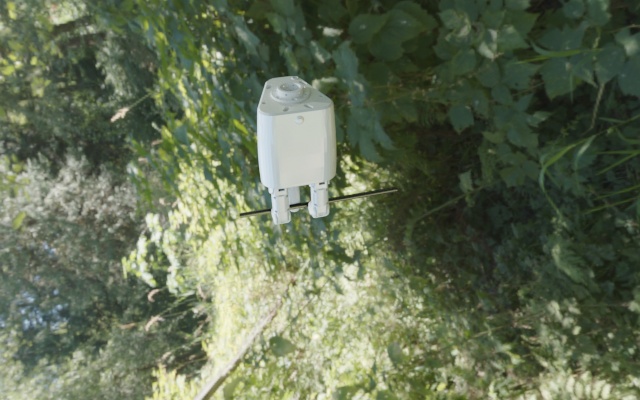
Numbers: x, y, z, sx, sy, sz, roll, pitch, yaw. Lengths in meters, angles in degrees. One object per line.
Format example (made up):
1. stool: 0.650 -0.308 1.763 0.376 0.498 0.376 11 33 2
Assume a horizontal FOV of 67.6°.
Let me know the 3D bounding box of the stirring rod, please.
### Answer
1. stirring rod: 0.000 0.002 0.710 0.239 0.011 0.011 -10 2 -11
